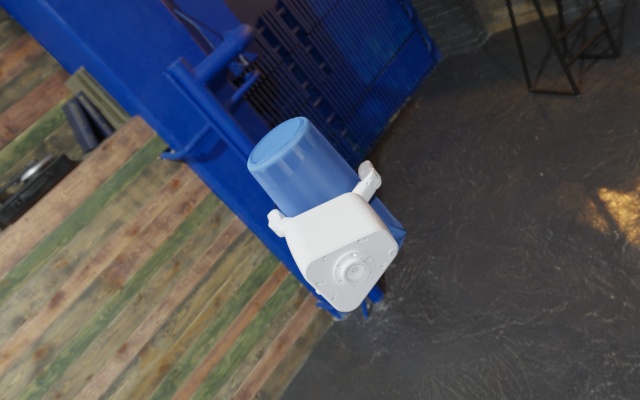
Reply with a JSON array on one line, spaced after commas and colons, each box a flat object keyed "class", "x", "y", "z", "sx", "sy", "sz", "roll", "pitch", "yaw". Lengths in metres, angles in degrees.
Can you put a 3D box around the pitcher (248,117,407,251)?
[{"class": "pitcher", "x": 0.000, "y": 0.002, "z": 0.708, "sx": 0.149, "sy": 0.243, "sz": 0.145, "roll": -39, "pitch": 26, "yaw": 4}]
